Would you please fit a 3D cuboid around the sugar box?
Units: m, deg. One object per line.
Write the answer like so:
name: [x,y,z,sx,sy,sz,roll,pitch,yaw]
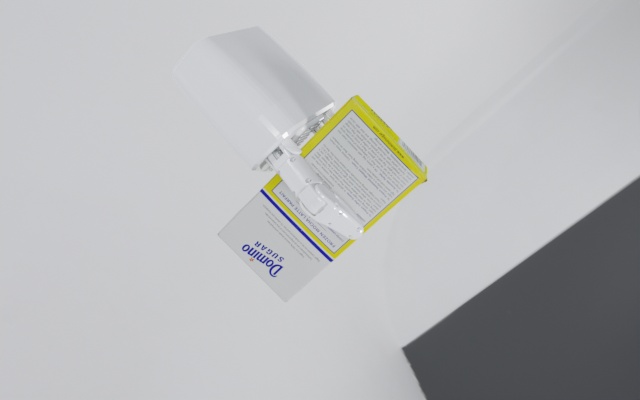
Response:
sugar box: [0.000,0.001,0.429,0.176,0.093,0.048,-42,4,21]
